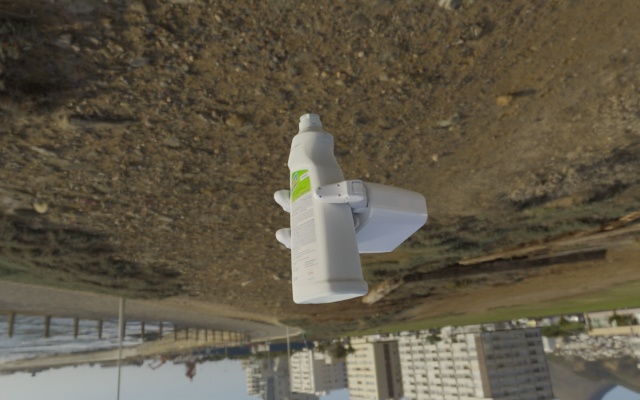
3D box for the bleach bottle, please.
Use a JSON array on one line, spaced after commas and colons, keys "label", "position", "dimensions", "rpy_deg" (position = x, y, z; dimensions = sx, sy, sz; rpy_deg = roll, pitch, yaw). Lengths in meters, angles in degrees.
[{"label": "bleach bottle", "position": [0.000, 0.002, 0.622], "dimensions": [0.068, 0.250, 0.102], "rpy_deg": [7, -20, -33]}]
